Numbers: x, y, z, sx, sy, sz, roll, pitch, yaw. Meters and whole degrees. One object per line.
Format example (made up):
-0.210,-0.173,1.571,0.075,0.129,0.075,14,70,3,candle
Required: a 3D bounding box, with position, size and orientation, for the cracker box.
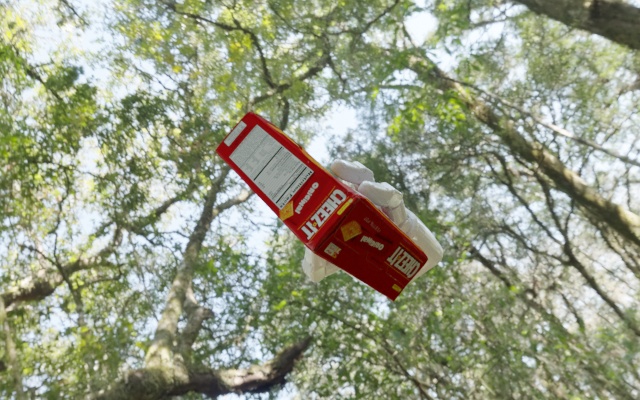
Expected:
0.000,0.002,0.535,0.213,0.072,0.164,41,3,43,cracker box
